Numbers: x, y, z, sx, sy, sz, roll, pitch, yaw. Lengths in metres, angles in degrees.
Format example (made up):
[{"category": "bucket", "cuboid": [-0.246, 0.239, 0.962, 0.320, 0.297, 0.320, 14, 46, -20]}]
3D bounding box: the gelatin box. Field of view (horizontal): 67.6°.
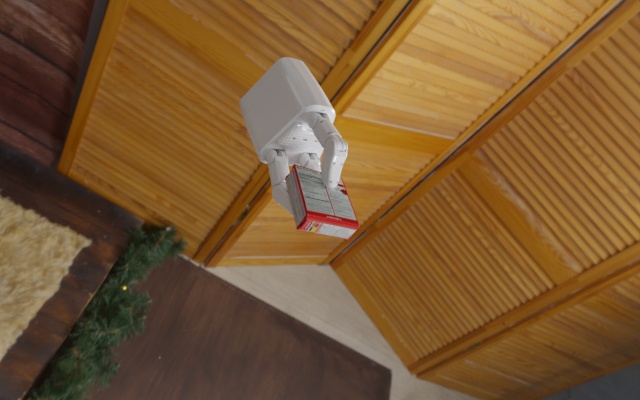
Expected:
[{"category": "gelatin box", "cuboid": [0.000, 0.002, 0.582, 0.073, 0.089, 0.030, 13, -51, -29]}]
